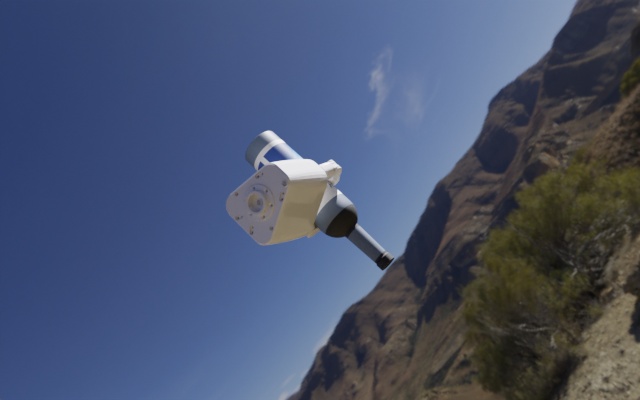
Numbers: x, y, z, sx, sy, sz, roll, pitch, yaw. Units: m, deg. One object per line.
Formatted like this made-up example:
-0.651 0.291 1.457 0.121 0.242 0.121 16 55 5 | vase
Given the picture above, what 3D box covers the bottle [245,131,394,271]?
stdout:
0.000 0.002 0.770 0.295 0.069 0.069 42 15 17 | bottle
